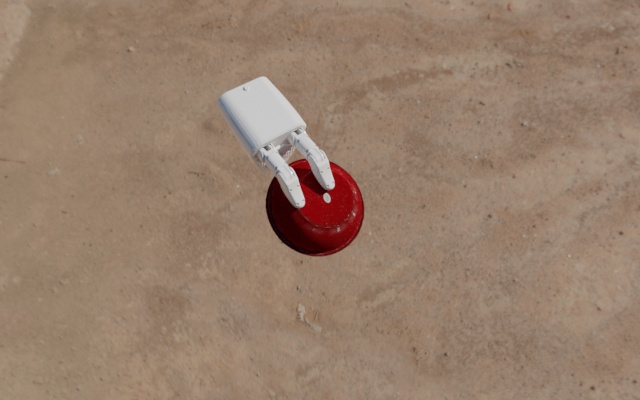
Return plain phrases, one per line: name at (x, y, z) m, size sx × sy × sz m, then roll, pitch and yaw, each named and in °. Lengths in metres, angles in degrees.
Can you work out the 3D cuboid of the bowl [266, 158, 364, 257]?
bowl at (0.001, 0.003, 0.731) m, size 0.162 × 0.162 × 0.055 m, roll 0°, pitch -14°, yaw -17°
